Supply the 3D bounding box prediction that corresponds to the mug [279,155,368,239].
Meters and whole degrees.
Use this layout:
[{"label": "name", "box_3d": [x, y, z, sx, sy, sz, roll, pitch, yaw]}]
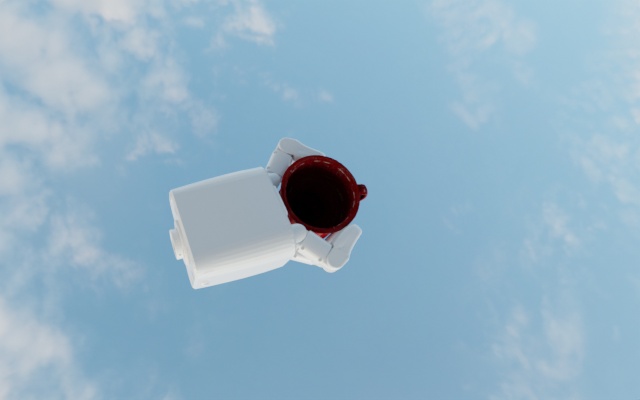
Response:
[{"label": "mug", "box_3d": [0.001, 0.002, 0.572, 0.117, 0.093, 0.081, -14, -14, -22]}]
